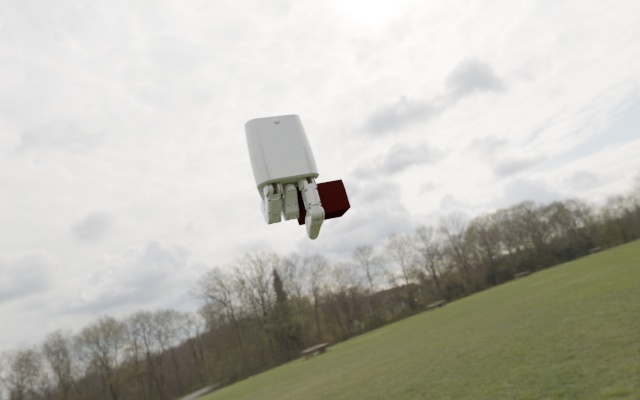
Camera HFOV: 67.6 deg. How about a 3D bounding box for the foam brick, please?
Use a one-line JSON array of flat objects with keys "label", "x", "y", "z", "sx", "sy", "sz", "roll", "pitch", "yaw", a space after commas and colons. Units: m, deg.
[{"label": "foam brick", "x": 0.000, "y": 0.003, "z": 0.764, "sx": 0.078, "sy": 0.051, "sz": 0.053, "roll": -11, "pitch": -16, "yaw": -21}]
